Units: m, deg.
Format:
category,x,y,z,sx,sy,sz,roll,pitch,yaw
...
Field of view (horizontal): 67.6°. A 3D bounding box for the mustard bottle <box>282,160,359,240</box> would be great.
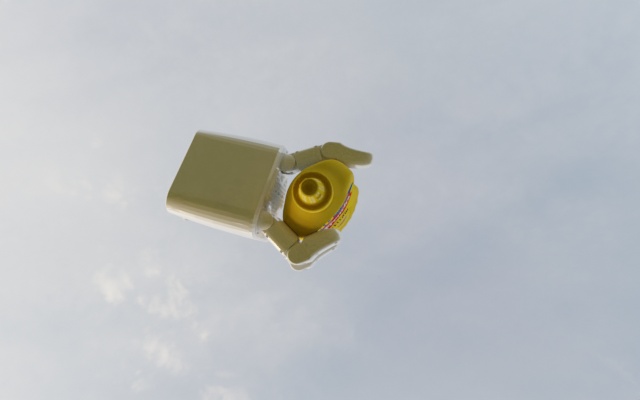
category,x,y,z,sx,sy,sz,roll,pitch,yaw
mustard bottle,0.000,0.002,0.541,0.058,0.096,0.192,39,-2,11
